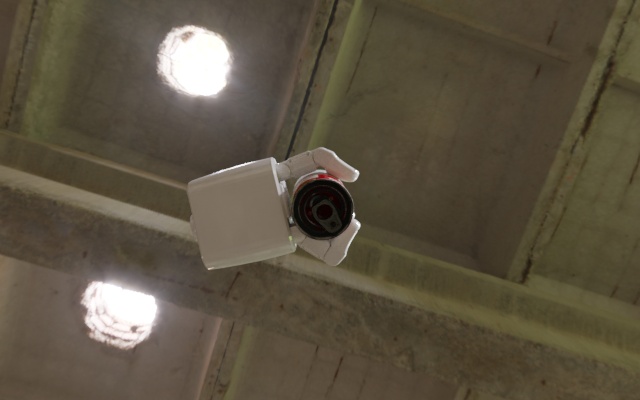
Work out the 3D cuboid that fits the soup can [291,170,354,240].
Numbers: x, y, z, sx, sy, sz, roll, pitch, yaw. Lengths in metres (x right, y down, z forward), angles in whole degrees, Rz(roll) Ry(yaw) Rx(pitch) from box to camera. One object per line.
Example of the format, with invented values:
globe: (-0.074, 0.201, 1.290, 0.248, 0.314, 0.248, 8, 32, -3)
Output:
soup can: (0.001, 0.002, 0.563, 0.068, 0.068, 0.102, 0, 10, -3)
